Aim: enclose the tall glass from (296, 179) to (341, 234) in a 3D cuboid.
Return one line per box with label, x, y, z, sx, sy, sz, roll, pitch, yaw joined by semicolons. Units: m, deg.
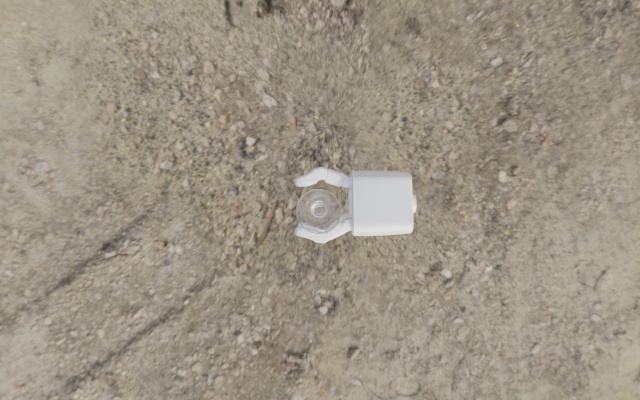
tall glass;0.000;0.003;0.876;0.079;0.079;0.201;0;9;1
